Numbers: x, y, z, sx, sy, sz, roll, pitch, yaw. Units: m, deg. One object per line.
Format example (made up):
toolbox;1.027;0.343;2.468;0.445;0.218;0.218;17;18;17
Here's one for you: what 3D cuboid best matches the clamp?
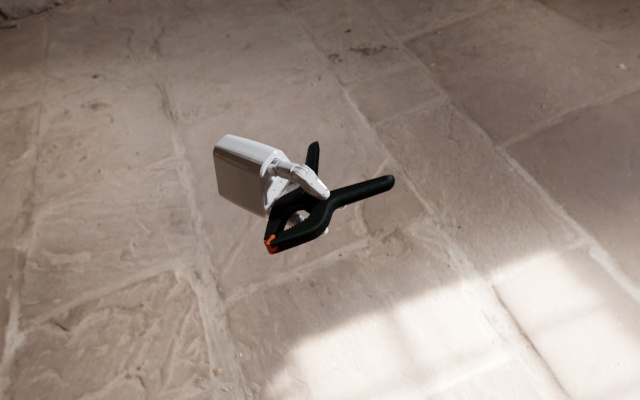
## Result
clamp;-0.001;0.002;0.711;0.164;0.210;0.036;21;-32;29
